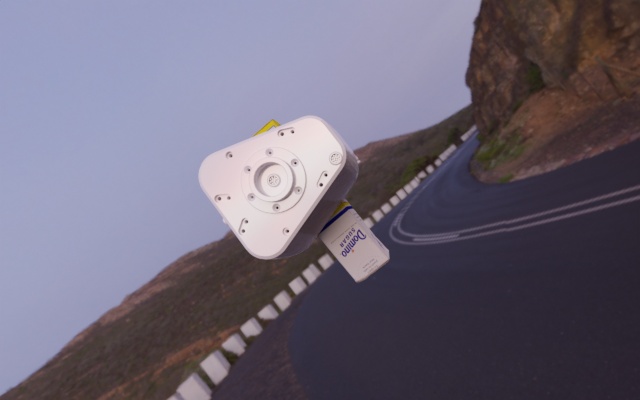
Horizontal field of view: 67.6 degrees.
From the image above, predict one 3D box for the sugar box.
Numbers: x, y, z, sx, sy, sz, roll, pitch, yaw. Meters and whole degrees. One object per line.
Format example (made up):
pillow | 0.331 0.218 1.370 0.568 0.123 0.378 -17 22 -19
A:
sugar box | 0.000 0.002 0.496 0.048 0.176 0.093 -38 -6 5
